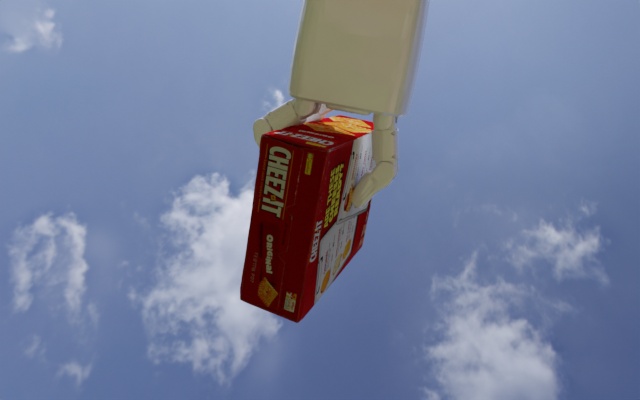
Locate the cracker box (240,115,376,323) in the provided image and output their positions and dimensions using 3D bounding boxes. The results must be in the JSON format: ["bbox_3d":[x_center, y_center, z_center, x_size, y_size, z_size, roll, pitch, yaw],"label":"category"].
[{"bbox_3d":[0.000,0.002,0.507,0.072,0.164,0.213,15,19,17],"label":"cracker box"}]
